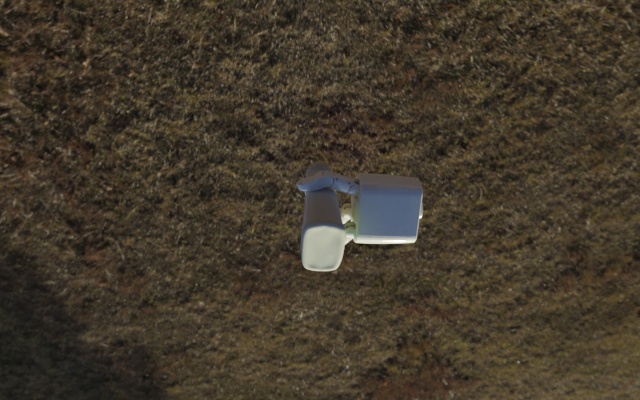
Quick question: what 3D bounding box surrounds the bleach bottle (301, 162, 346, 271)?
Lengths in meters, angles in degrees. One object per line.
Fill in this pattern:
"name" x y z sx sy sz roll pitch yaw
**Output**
"bleach bottle" 0.000 0.003 0.830 0.068 0.103 0.250 3 36 -4
